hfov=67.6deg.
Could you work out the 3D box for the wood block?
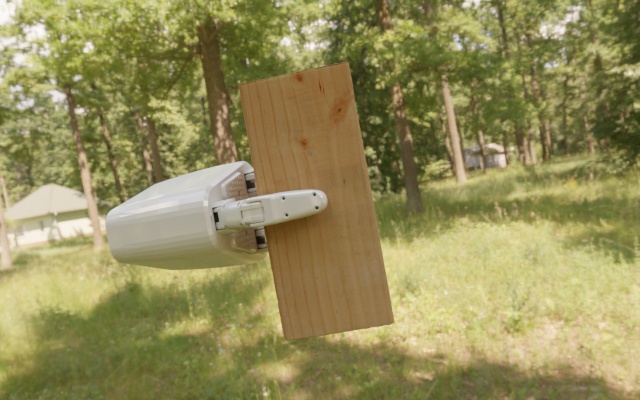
[{"bbox_3d":[0.000,0.001,0.413,0.090,0.206,0.091,-10,1,5],"label":"wood block"}]
